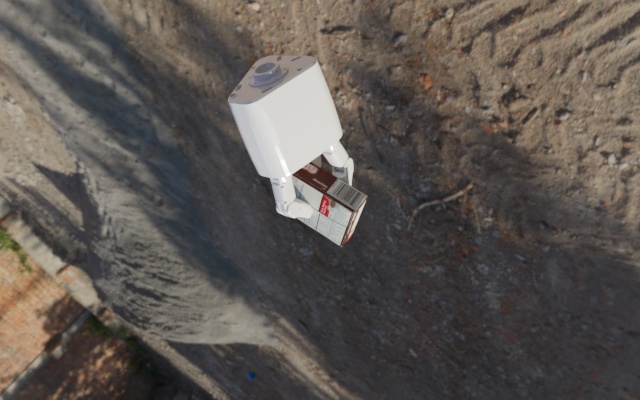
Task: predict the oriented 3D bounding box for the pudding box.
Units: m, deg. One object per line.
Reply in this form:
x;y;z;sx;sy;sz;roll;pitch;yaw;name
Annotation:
0.000;0.002;0.657;0.113;0.039;0.090;33;-35;13;pudding box
